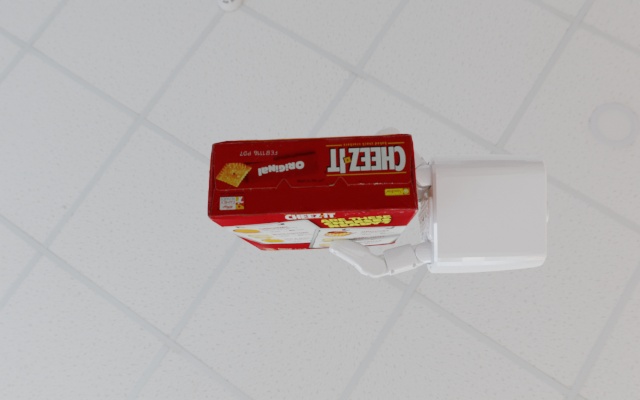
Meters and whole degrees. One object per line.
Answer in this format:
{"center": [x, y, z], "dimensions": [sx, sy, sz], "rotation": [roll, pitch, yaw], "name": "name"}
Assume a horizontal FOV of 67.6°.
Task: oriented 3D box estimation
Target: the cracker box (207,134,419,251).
{"center": [0.000, 0.002, 0.472], "dimensions": [0.164, 0.072, 0.214], "rotation": [-3, -13, 3], "name": "cracker box"}
